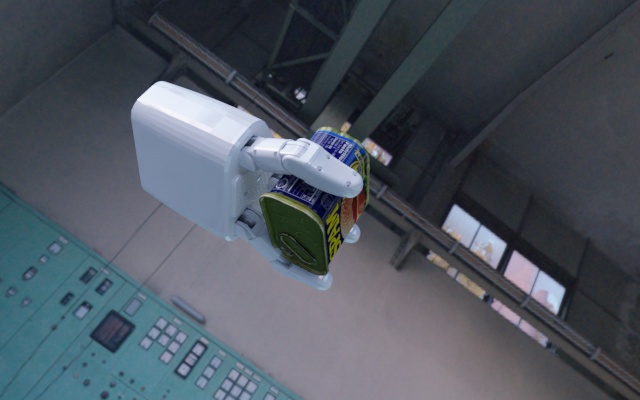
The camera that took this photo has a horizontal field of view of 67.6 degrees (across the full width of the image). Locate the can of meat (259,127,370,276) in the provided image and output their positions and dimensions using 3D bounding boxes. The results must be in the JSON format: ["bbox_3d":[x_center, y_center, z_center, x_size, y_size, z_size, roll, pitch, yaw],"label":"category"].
[{"bbox_3d":[0.000,0.001,0.404,0.057,0.084,0.102,24,-29,19],"label":"can of meat"}]
